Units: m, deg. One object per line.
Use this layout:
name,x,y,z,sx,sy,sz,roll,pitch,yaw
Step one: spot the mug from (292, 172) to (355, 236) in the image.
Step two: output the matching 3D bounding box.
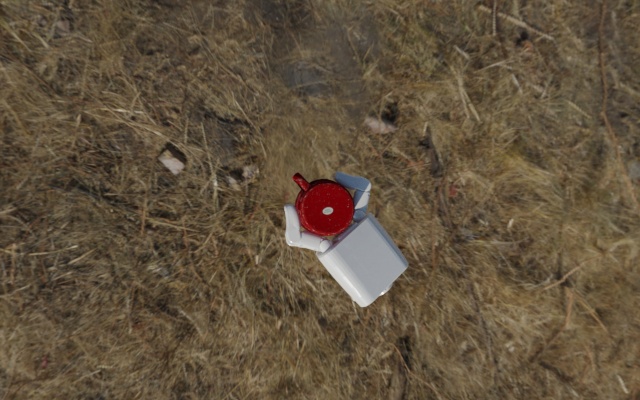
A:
mug,-0.001,0.001,0.737,0.093,0.117,0.081,-40,4,-3
